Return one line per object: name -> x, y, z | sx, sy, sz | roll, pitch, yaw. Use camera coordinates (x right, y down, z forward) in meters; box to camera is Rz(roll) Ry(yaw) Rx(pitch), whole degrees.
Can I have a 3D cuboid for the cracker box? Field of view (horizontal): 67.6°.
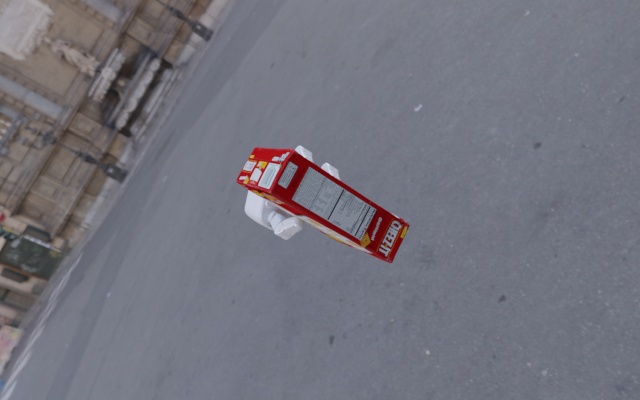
cracker box -> 0.000, 0.002, 0.702 | 0.214, 0.072, 0.164 | 31, -7, -25
